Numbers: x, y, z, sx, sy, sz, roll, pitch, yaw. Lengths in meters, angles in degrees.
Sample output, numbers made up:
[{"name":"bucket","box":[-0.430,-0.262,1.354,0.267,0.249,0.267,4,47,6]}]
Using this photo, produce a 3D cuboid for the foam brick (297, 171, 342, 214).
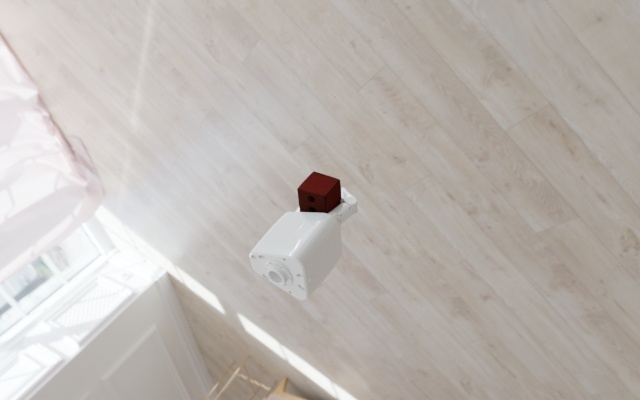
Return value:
[{"name":"foam brick","box":[0.000,0.002,0.780,0.053,0.078,0.051,17,43,27]}]
